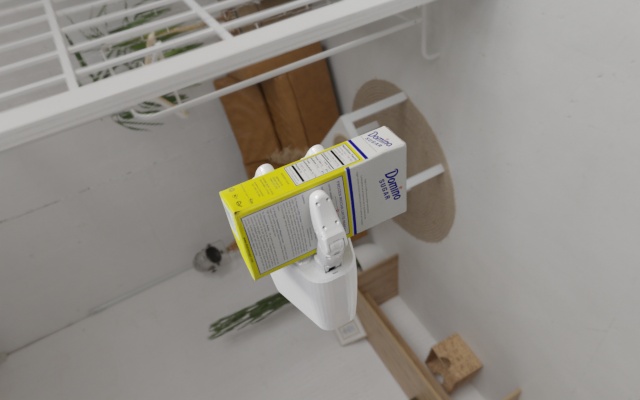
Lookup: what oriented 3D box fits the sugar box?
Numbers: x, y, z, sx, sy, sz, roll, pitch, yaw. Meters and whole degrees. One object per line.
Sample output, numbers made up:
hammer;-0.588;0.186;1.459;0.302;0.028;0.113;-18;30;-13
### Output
sugar box;0.000;0.001;0.468;0.176;0.093;0.048;-24;45;-16
